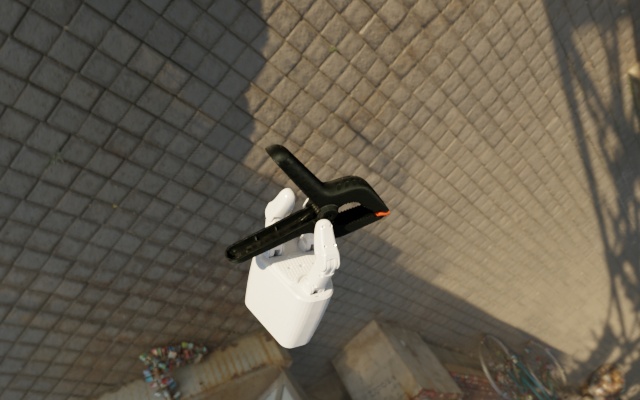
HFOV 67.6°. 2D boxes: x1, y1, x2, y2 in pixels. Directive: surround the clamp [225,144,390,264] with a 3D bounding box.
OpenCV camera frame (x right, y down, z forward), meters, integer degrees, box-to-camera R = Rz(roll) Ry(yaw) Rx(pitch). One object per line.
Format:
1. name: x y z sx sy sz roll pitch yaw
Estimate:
1. clamp: 0.001 0.003 0.566 0.210 0.165 0.036 -5 45 -30
